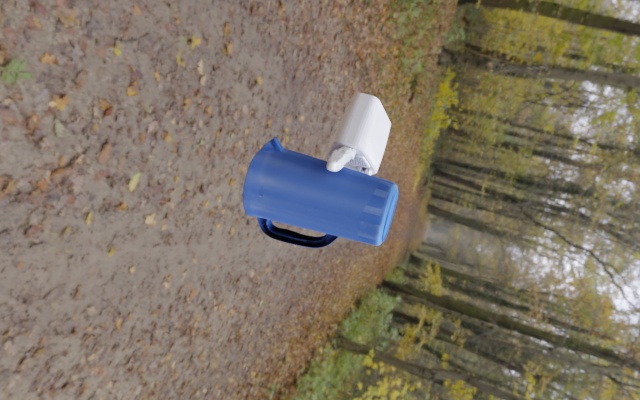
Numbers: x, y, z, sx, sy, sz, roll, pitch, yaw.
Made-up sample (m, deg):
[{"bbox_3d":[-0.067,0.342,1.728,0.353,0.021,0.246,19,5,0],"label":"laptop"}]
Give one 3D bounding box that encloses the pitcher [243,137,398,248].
[{"bbox_3d":[0.000,0.002,0.814,0.243,0.145,0.149,16,-18,14],"label":"pitcher"}]
